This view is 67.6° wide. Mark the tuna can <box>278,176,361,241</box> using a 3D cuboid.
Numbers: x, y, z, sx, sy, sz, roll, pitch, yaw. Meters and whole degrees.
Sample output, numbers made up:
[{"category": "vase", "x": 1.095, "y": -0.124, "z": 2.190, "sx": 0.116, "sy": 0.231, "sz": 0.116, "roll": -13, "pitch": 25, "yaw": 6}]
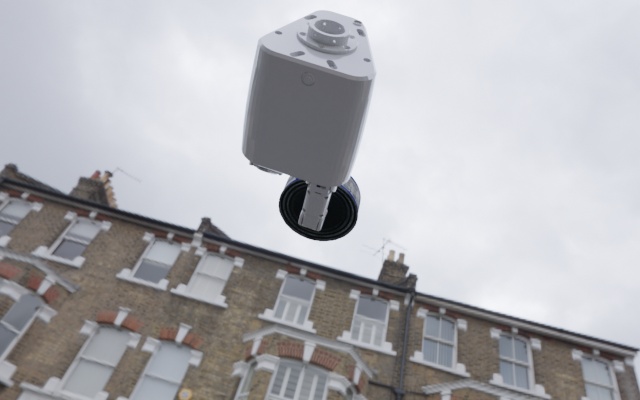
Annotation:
[{"category": "tuna can", "x": 0.000, "y": 0.001, "z": 0.516, "sx": 0.086, "sy": 0.086, "sz": 0.033, "roll": 0, "pitch": 38, "yaw": 14}]
